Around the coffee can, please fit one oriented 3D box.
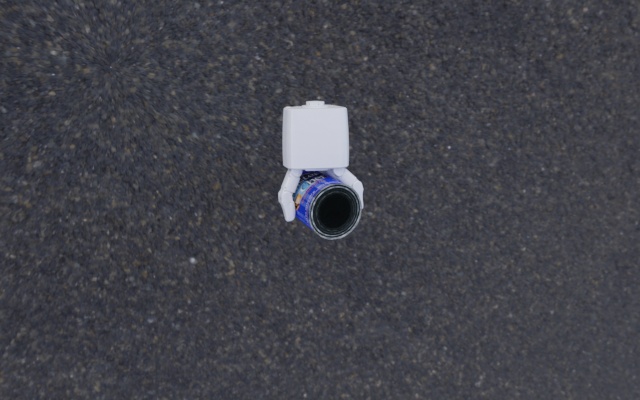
[{"bbox_3d":[0.000,0.003,0.893,0.103,0.103,0.140,0,14,-24],"label":"coffee can"}]
